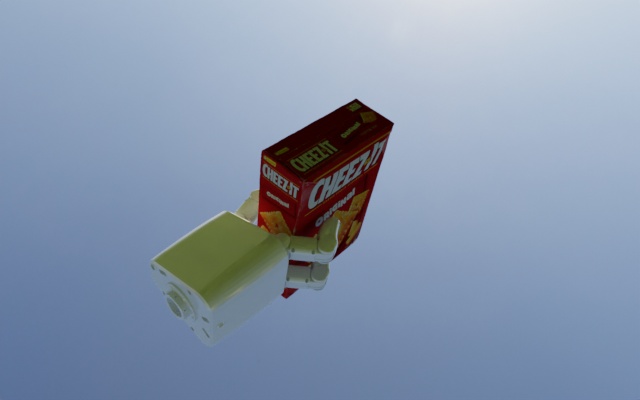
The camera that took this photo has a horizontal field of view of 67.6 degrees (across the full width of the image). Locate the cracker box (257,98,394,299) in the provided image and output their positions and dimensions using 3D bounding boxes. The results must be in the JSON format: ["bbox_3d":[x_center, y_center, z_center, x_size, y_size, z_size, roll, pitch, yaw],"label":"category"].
[{"bbox_3d":[0.000,0.002,0.603,0.072,0.214,0.164,36,50,22],"label":"cracker box"}]
